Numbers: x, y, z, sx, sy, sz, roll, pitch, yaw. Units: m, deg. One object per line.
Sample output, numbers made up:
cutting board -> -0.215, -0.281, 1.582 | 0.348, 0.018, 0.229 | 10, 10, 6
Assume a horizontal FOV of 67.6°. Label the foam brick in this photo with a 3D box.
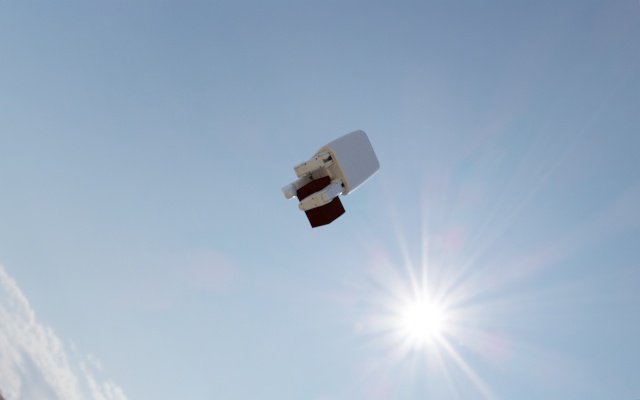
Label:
foam brick -> 0.000, 0.003, 0.878 | 0.051, 0.078, 0.053 | -33, 13, -40
